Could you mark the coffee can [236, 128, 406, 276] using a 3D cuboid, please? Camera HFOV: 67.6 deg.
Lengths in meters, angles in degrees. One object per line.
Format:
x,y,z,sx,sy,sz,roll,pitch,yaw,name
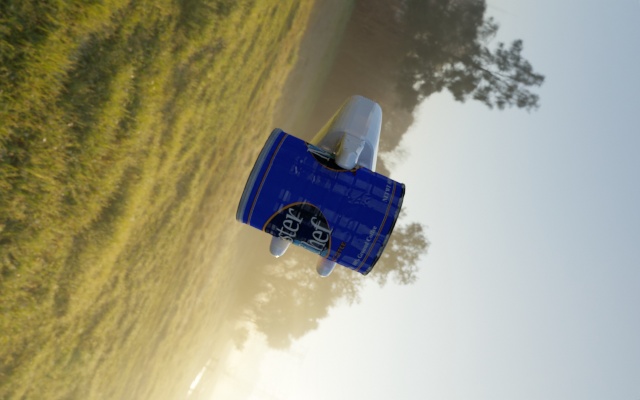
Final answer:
0.000,0.002,0.482,0.140,0.103,0.103,24,-1,-1,coffee can
